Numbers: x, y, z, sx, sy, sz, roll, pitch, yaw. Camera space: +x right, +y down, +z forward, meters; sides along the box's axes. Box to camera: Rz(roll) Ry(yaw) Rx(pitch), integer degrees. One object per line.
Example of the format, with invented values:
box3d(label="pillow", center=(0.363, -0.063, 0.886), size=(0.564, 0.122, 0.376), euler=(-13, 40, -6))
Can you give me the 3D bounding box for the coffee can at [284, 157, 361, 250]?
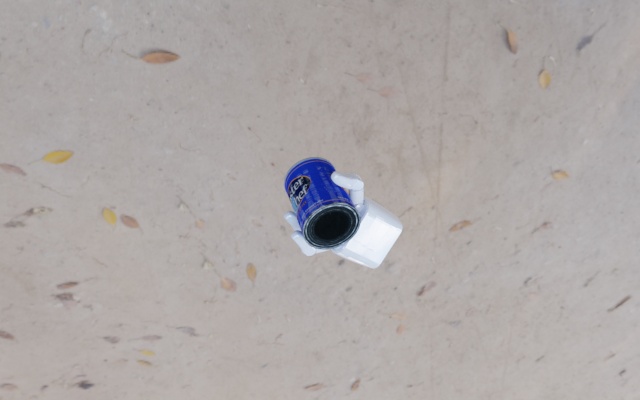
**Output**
box3d(label="coffee can", center=(0.000, 0.003, 0.846), size=(0.103, 0.103, 0.140), euler=(0, 37, -20))
